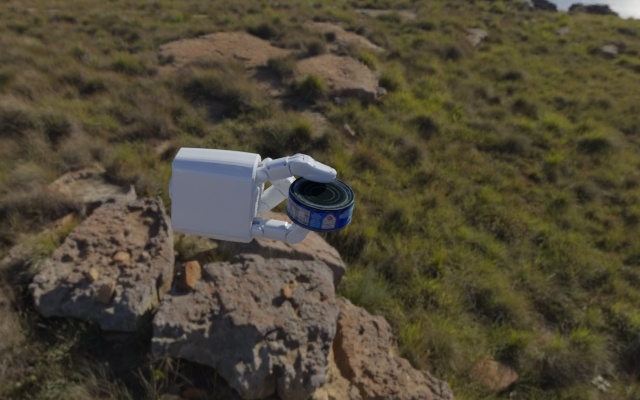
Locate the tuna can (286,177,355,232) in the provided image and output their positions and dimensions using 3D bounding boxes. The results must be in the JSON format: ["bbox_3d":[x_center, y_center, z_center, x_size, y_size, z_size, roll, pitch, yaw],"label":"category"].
[{"bbox_3d":[0.000,0.002,0.607,0.086,0.034,0.086,7,32,-5],"label":"tuna can"}]
